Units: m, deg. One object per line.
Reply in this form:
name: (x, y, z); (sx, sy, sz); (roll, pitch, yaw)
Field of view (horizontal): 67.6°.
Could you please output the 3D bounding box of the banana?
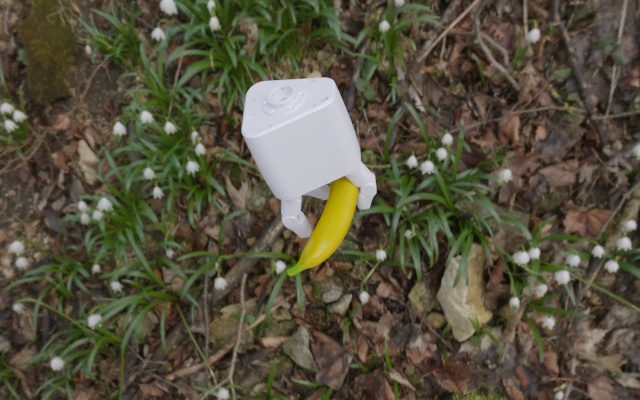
banana: (0.015, 0.006, 0.608); (0.069, 0.197, 0.037); (3, -33, 33)
